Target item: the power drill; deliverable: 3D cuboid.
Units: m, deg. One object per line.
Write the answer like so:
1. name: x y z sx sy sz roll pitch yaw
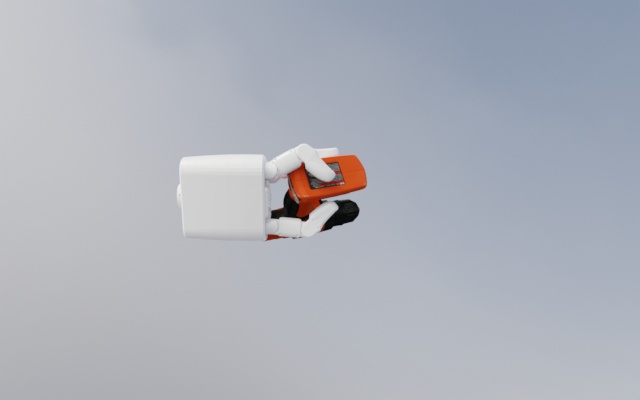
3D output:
1. power drill: 0.000 0.002 0.711 0.184 0.057 0.188 -12 -21 -23
